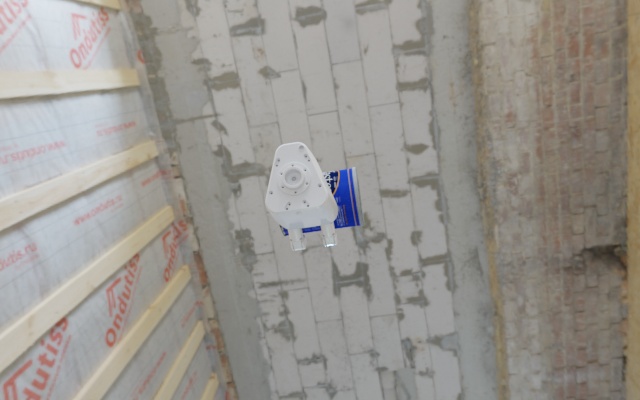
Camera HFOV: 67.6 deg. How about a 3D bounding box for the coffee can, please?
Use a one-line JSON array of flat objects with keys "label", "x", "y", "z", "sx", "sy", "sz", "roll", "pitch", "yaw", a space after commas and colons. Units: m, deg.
[{"label": "coffee can", "x": 0.000, "y": 0.003, "z": 0.833, "sx": 0.140, "sy": 0.103, "sz": 0.103, "roll": -8, "pitch": -1, "yaw": 6}]
